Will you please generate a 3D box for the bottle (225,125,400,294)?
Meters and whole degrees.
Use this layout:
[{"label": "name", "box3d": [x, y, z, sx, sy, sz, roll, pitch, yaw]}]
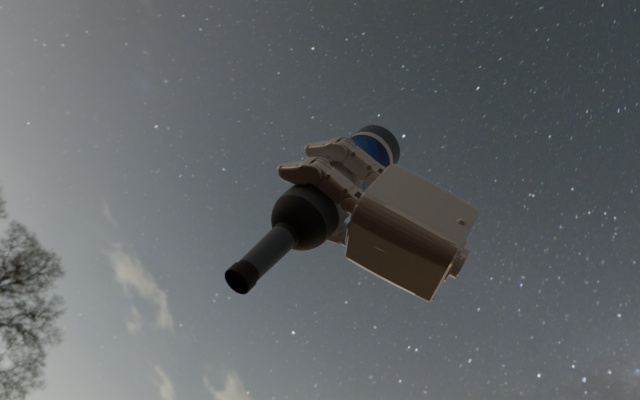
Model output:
[{"label": "bottle", "box3d": [0.000, 0.002, 0.526, 0.069, 0.069, 0.295, 0, 29, 35]}]
